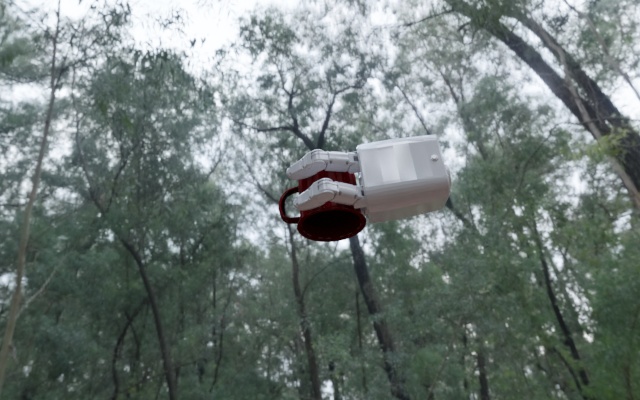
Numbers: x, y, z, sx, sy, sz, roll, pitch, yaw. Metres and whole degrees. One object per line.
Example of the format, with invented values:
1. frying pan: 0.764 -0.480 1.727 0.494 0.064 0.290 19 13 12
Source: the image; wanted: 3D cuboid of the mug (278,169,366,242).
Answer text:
1. mug: -0.001 0.002 0.658 0.117 0.081 0.093 -8 -32 5
